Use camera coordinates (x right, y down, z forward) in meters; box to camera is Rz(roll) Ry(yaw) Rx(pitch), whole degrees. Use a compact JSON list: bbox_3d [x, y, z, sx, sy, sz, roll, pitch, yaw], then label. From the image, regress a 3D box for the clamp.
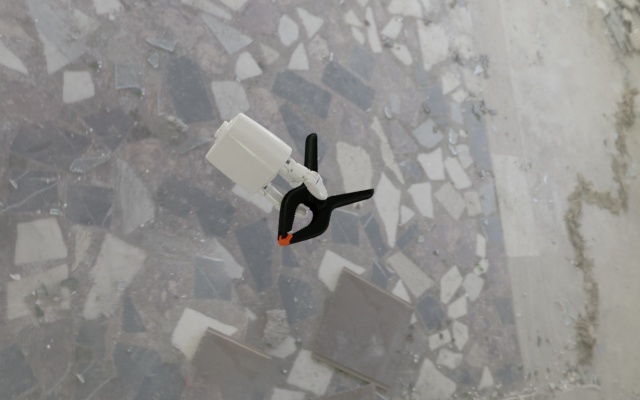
[{"bbox_3d":[0.000,0.003,0.846,0.164,0.210,0.036,36,-26,-14],"label":"clamp"}]
